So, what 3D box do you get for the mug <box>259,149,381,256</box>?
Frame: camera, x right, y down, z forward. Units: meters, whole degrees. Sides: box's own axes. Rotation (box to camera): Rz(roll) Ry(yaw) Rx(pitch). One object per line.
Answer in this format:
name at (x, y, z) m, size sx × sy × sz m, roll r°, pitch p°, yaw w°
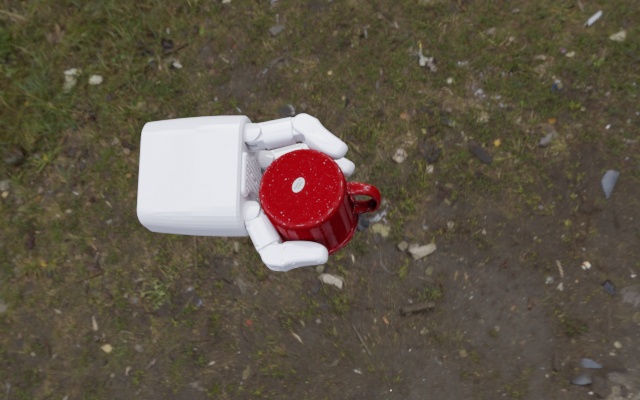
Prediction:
mug at (0.001, 0.001, 0.465) m, size 0.117 × 0.093 × 0.081 m, roll -2°, pitch -22°, yaw 9°
